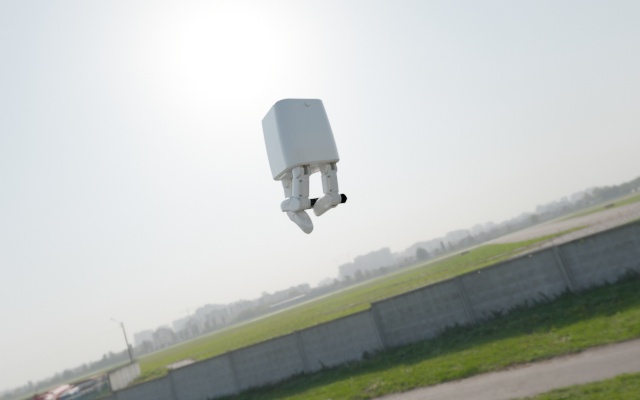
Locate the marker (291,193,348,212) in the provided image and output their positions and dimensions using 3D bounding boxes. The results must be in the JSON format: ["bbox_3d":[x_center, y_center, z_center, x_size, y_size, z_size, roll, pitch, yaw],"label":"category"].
[{"bbox_3d":[0.000,0.003,0.804,0.121,0.020,0.020,-9,6,-41],"label":"marker"}]
